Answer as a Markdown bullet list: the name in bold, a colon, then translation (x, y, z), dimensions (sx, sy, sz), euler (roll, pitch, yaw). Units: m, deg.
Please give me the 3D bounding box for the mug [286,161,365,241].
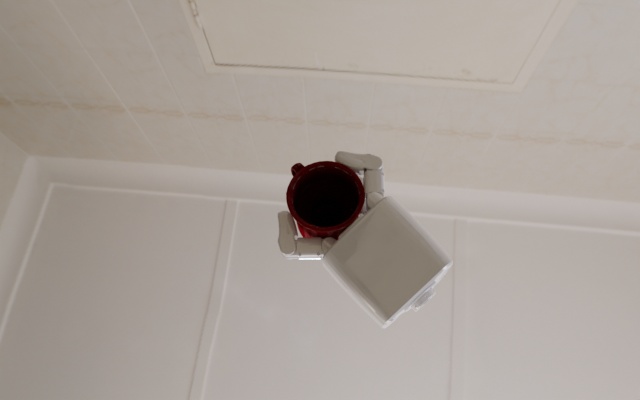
- **mug**: translation (-0.001, 0.001, 0.602), dimensions (0.093, 0.117, 0.081), euler (-37, -21, -13)
